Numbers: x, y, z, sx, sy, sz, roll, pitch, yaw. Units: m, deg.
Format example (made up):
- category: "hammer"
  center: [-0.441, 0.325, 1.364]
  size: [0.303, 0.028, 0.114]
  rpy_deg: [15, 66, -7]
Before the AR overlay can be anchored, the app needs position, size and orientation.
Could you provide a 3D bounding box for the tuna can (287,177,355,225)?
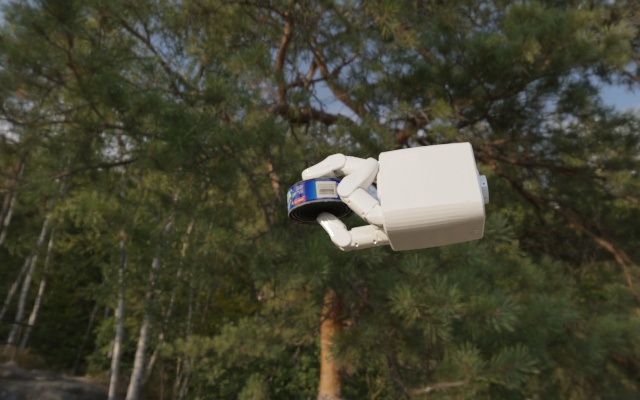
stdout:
- category: "tuna can"
  center: [0.000, 0.001, 0.614]
  size: [0.086, 0.033, 0.086]
  rpy_deg: [-5, -22, -2]
